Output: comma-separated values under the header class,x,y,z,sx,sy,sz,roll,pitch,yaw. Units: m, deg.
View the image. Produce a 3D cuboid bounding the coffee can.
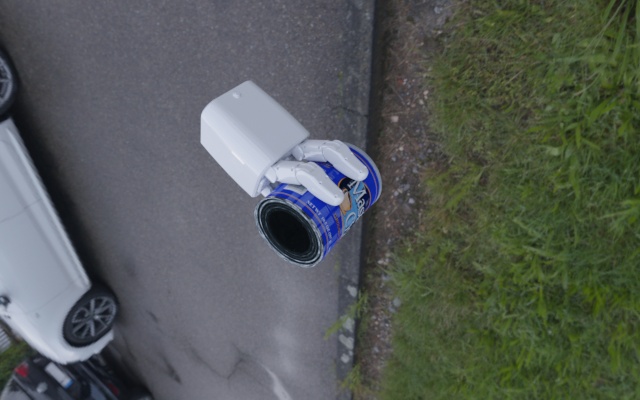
class,x,y,z,sx,sy,sz,roll,pitch,yaw
coffee can,0.000,0.002,0.609,0.103,0.103,0.140,0,32,42
